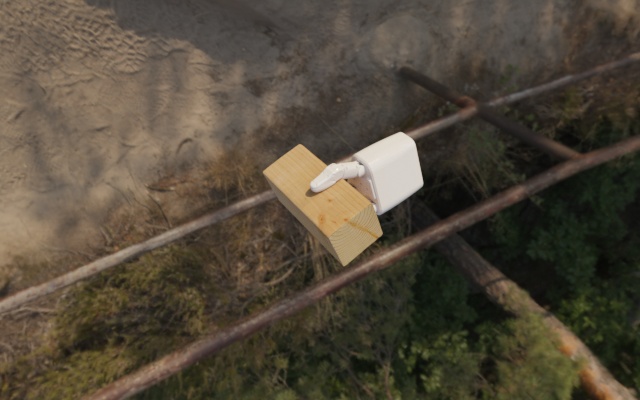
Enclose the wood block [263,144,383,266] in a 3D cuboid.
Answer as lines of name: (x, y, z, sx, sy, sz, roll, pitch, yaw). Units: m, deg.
wood block: (0.000, 0.002, 0.823, 0.206, 0.090, 0.091, 42, -15, 40)
